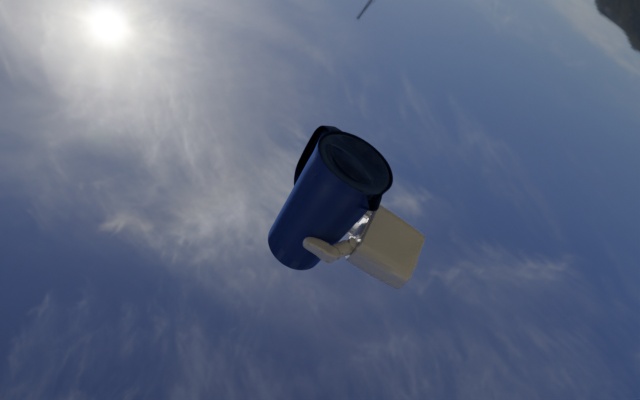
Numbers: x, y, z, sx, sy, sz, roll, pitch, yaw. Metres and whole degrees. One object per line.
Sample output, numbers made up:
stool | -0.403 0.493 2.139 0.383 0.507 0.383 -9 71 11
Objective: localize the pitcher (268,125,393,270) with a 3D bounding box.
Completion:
pitcher | 0.000 0.003 0.810 0.145 0.243 0.149 32 39 -5
